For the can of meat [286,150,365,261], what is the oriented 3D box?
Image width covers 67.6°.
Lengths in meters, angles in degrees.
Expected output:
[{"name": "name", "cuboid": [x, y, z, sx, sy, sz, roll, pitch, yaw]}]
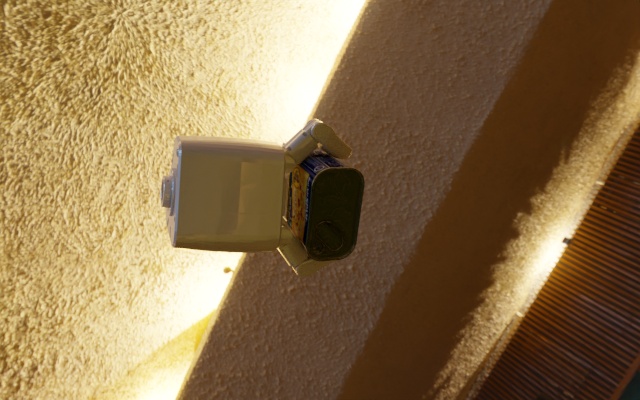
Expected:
[{"name": "can of meat", "cuboid": [0.000, 0.001, 0.520, 0.057, 0.102, 0.084, -3, 21, -22]}]
